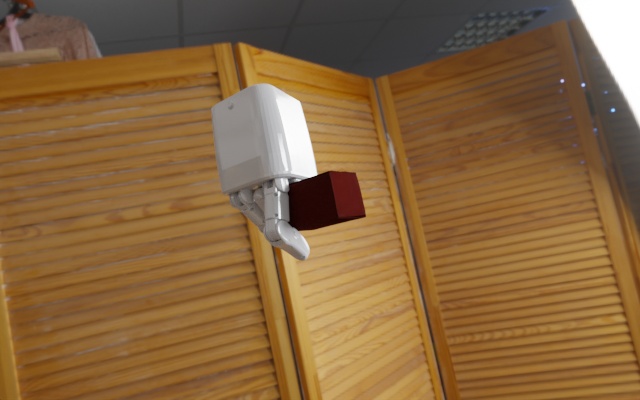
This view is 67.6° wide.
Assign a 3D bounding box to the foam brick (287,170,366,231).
[{"bbox_3d":[0.000,0.002,0.521,0.078,0.051,0.053,-16,-10,36],"label":"foam brick"}]
